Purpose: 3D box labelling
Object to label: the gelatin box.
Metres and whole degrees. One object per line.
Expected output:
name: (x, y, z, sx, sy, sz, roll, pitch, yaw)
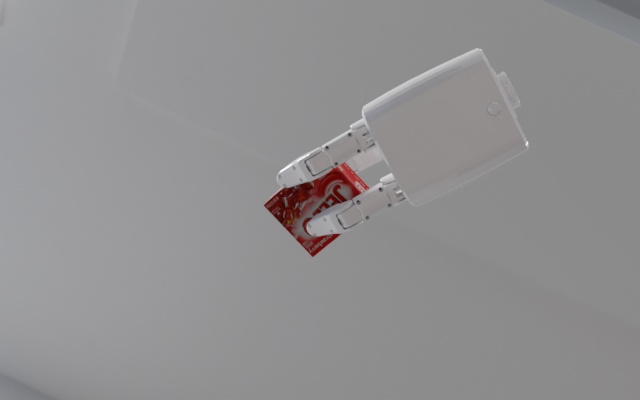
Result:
gelatin box: (0.000, 0.002, 0.469, 0.089, 0.073, 0.030, -40, 6, 27)
